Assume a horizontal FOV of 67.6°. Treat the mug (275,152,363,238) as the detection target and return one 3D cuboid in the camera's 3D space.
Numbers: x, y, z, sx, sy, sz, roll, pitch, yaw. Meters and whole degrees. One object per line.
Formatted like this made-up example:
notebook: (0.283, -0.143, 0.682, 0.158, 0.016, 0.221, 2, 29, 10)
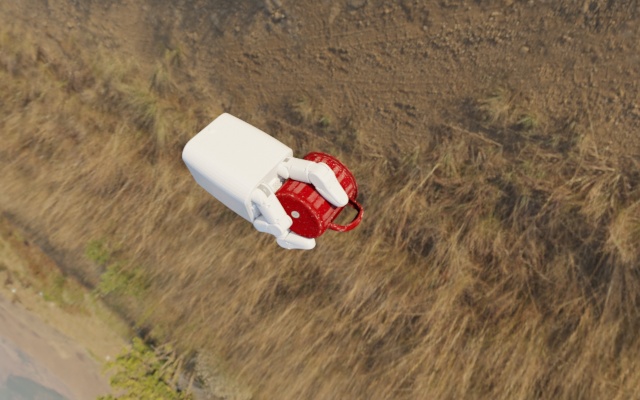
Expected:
mug: (0.001, 0.003, 0.633, 0.117, 0.081, 0.093, 32, -35, 13)
